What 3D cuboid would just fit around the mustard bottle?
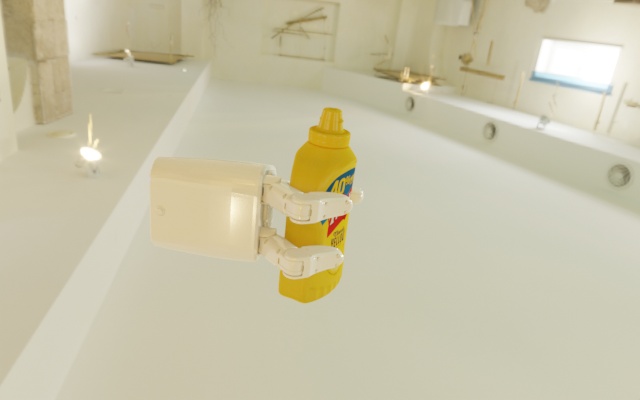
[{"bbox_3d":[0.000,0.002,0.487,0.058,0.192,0.096,17,23,24],"label":"mustard bottle"}]
